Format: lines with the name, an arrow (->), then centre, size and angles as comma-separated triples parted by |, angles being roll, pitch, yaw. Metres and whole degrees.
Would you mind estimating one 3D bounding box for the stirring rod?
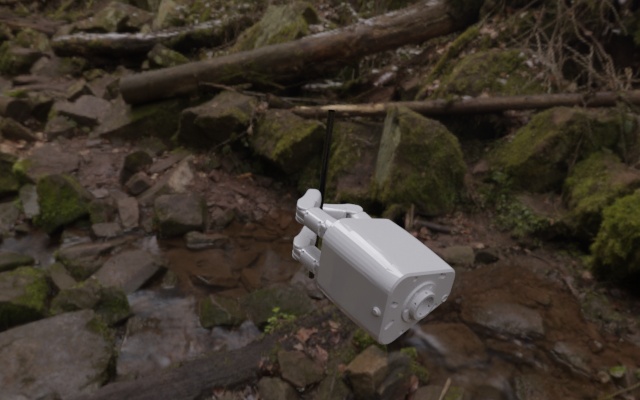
stirring rod -> 0.000, 0.002, 0.600 | 0.011, 0.240, 0.011 | 5, 30, -3
